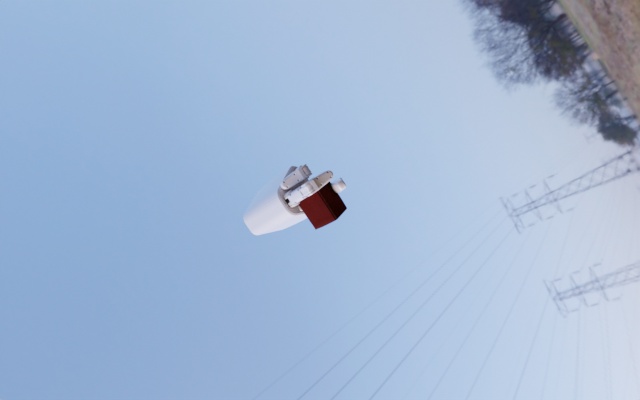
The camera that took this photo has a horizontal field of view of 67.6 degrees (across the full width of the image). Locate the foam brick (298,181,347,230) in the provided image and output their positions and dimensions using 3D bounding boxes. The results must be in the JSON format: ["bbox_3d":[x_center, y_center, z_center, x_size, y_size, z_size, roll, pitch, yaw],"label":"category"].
[{"bbox_3d":[0.000,0.003,0.856,0.051,0.078,0.053,-31,5,33],"label":"foam brick"}]
